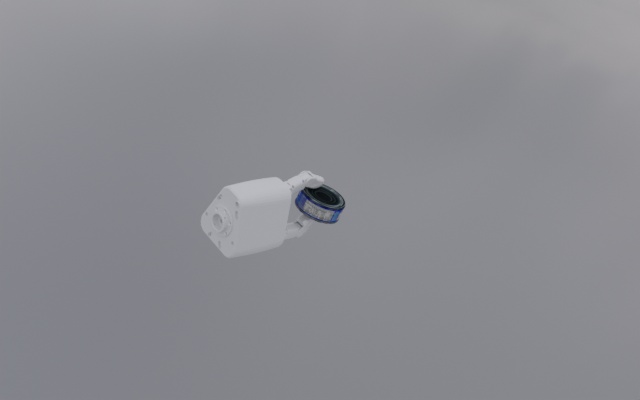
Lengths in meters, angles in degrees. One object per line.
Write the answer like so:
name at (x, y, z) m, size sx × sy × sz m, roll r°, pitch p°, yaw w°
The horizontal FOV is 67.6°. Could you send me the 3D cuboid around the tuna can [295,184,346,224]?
tuna can at (0.000, 0.002, 0.840) m, size 0.086 × 0.034 × 0.086 m, roll 21°, pitch 25°, yaw -11°
